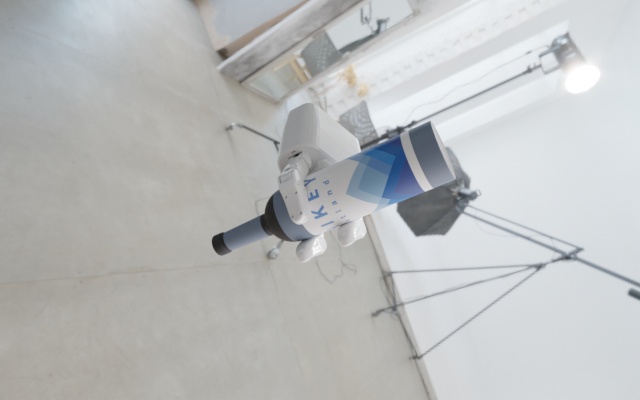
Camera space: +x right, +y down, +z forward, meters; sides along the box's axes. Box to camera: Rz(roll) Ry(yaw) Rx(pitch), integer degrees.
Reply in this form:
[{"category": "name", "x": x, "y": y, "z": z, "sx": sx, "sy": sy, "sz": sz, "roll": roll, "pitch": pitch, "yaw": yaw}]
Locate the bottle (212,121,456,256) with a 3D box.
[{"category": "bottle", "x": 0.000, "y": 0.002, "z": 0.544, "sx": 0.296, "sy": 0.069, "sz": 0.069, "roll": -23, "pitch": -8, "yaw": 20}]
